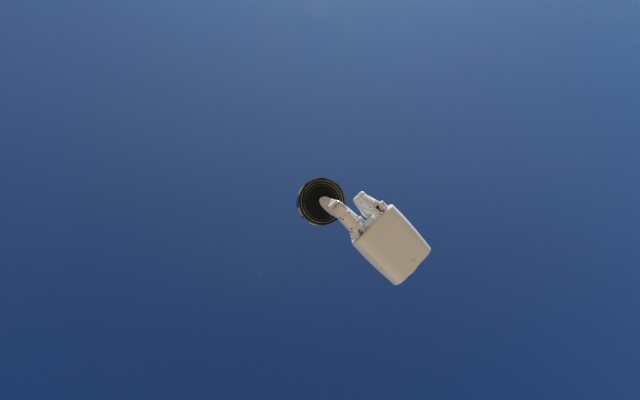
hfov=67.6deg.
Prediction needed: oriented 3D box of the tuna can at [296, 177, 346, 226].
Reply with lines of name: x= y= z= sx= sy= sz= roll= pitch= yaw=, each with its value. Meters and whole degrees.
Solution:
tuna can: x=0.000 y=0.003 z=0.860 sx=0.086 sy=0.086 sz=0.034 roll=0 pitch=-5 yaw=-11
